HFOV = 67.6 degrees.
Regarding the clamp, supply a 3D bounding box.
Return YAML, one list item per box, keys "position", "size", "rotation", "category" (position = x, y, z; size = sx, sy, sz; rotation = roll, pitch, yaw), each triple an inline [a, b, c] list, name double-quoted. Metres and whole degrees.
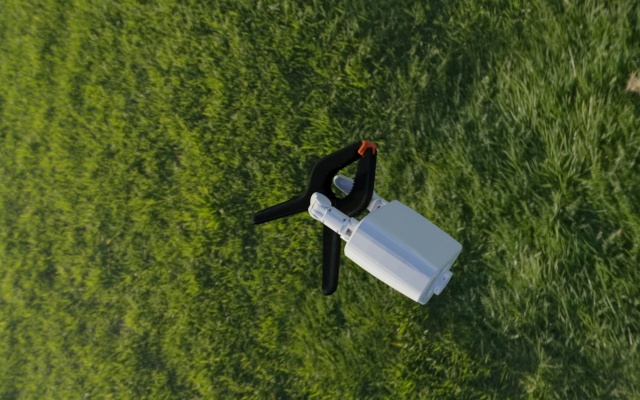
- position: [0.000, 0.002, 0.657]
  size: [0.164, 0.210, 0.036]
  rotation: [34, 15, 21]
  category: "clamp"
